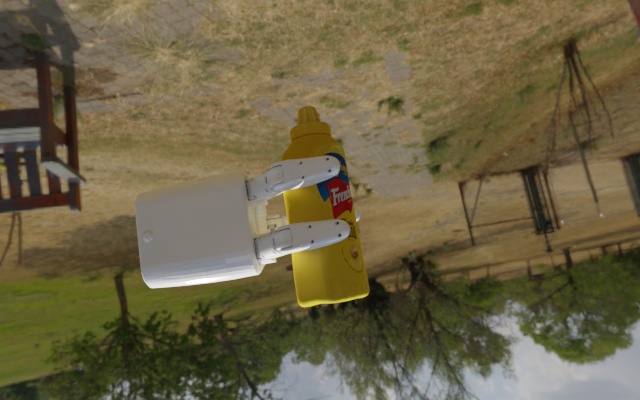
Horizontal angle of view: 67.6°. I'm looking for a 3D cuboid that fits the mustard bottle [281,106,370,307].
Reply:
[{"bbox_3d":[0.000,0.002,0.462,0.058,0.191,0.096,-14,-12,26],"label":"mustard bottle"}]
